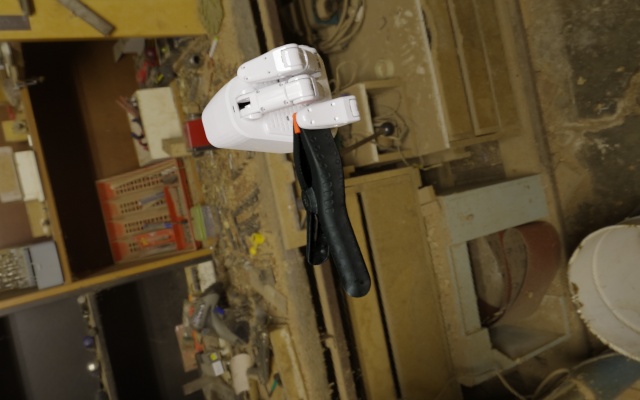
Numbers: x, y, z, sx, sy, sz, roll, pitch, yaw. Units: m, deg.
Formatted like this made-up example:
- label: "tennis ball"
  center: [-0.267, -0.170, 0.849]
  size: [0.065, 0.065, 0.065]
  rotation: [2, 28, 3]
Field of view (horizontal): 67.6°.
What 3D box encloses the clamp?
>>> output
- label: "clamp"
  center: [0.000, 0.001, 0.458]
  size: [0.039, 0.171, 0.120]
  rotation: [-13, 4, -24]
